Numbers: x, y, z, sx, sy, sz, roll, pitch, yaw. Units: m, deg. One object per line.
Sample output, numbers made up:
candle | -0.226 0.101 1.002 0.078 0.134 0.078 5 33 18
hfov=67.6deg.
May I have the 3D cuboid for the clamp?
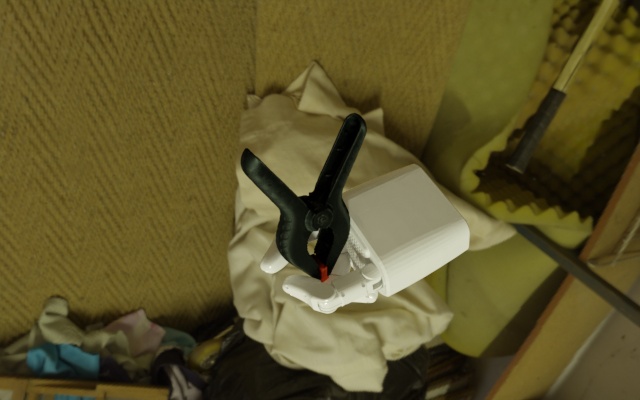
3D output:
clamp | 0.000 0.002 0.449 0.120 0.172 0.039 -25 42 -14
